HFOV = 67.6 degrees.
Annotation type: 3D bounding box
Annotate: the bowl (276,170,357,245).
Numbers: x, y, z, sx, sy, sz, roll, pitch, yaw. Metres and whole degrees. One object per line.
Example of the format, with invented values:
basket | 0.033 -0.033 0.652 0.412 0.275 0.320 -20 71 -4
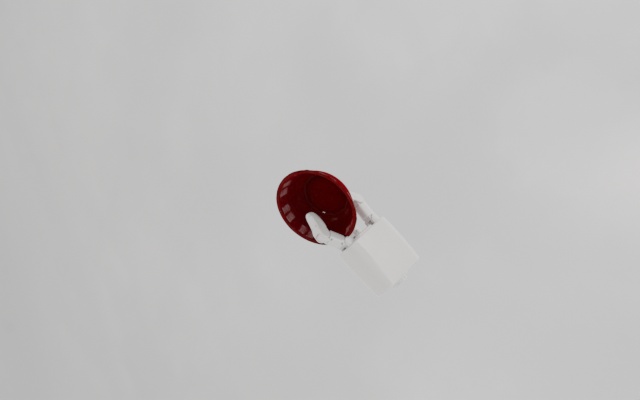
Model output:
bowl | -0.001 0.002 0.894 0.162 0.162 0.055 0 31 27
